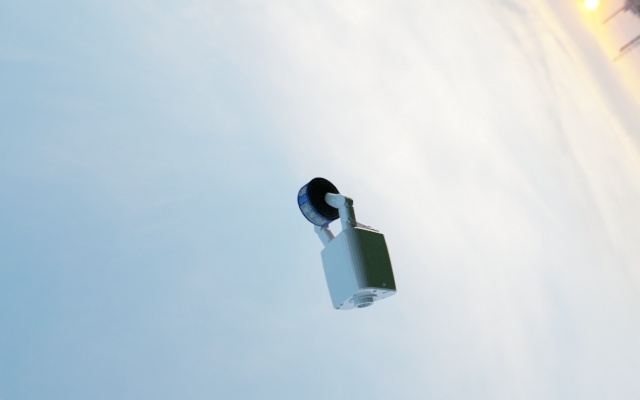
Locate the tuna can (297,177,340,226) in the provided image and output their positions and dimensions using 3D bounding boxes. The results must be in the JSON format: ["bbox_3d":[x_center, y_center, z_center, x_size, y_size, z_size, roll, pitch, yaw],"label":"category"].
[{"bbox_3d":[0.000,0.003,0.863,0.086,0.086,0.034,0,-25,-44],"label":"tuna can"}]
